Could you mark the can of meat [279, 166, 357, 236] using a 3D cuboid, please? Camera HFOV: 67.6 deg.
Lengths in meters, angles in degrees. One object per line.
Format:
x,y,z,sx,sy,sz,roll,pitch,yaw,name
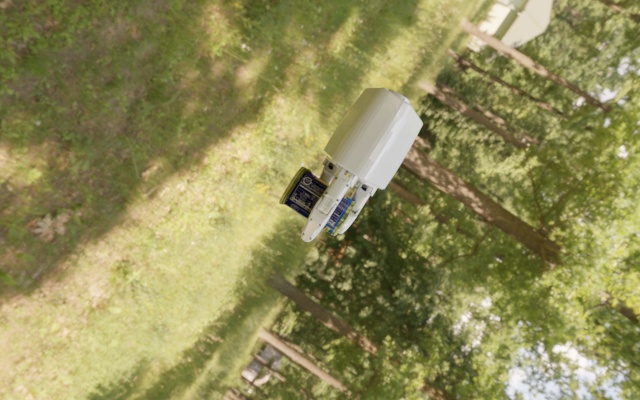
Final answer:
0.000,0.002,0.640,0.084,0.057,0.102,33,3,4,can of meat
